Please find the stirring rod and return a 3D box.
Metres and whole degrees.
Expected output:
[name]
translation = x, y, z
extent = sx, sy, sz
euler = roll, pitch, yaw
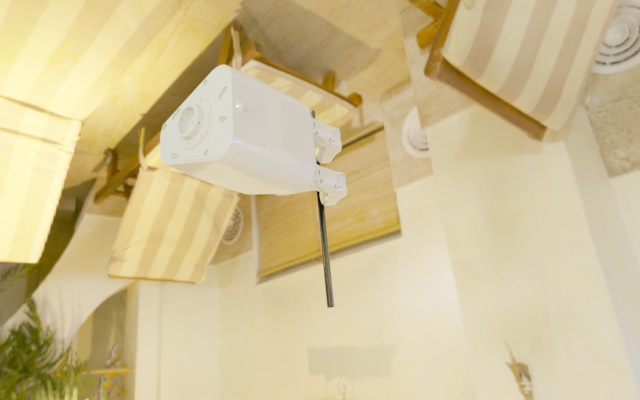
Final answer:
[stirring rod]
translation = 0.000, 0.002, 0.552
extent = 0.011, 0.239, 0.011
euler = -5, -20, -2
